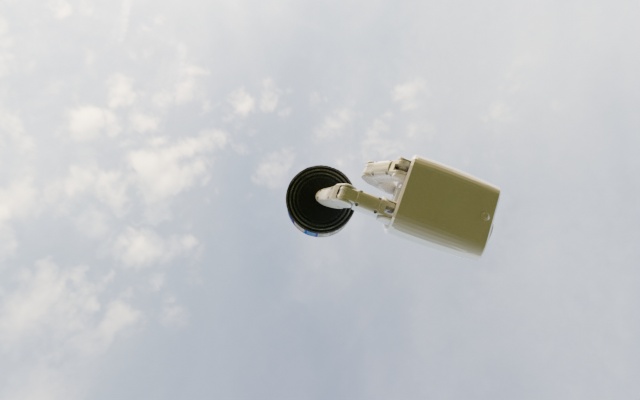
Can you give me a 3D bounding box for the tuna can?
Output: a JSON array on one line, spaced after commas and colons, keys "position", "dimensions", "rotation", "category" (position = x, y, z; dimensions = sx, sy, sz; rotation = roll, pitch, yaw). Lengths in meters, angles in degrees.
[{"position": [0.000, 0.002, 0.593], "dimensions": [0.086, 0.086, 0.034], "rotation": [0, -15, -3], "category": "tuna can"}]
